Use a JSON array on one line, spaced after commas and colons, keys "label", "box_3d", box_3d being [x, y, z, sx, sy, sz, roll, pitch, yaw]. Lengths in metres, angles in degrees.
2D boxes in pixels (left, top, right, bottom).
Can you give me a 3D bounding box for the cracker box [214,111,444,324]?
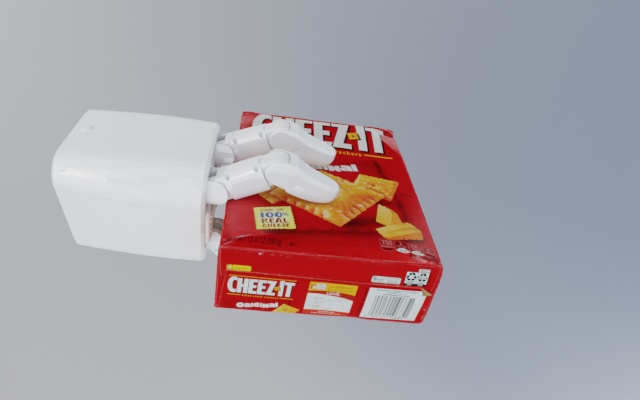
[{"label": "cracker box", "box_3d": [0.000, 0.002, 0.428, 0.164, 0.072, 0.213, 7, 36, -9]}]
